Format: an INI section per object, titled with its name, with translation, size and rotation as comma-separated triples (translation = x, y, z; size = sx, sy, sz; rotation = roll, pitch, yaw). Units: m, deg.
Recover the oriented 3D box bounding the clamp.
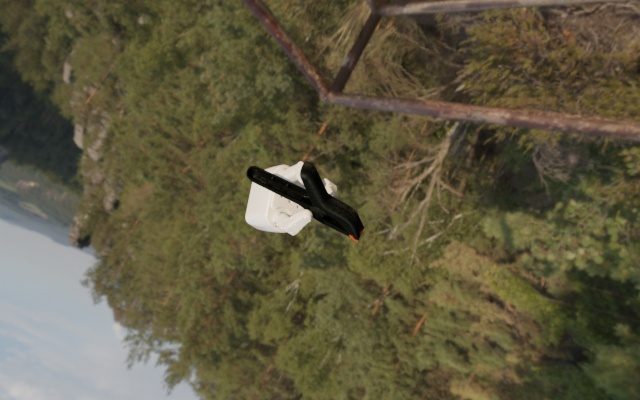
[clamp]
translation = 0.000, 0.003, 0.741
size = 0.210, 0.036, 0.164
rotation = 35, -18, -25
